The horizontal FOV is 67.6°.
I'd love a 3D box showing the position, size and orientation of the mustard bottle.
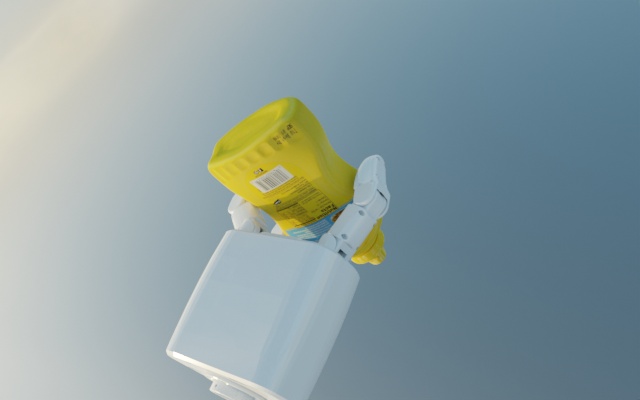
[{"bbox_3d":[0.000,0.001,0.427,0.096,0.058,0.192,-27,-54,28],"label":"mustard bottle"}]
